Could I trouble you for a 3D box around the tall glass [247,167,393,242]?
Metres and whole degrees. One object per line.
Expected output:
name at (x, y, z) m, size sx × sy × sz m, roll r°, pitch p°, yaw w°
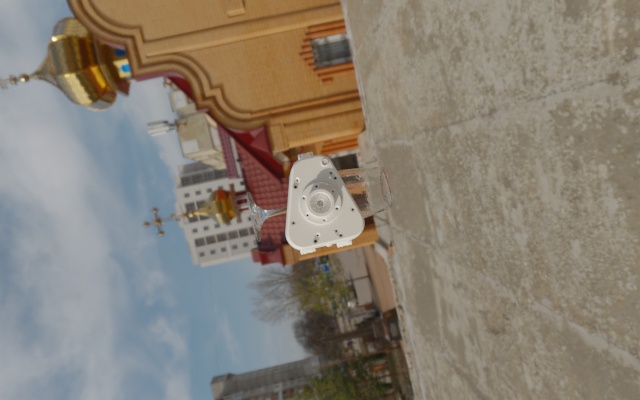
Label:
tall glass at (-0.001, 0.002, 0.695) m, size 0.201 × 0.079 × 0.079 m, roll -13°, pitch 0°, yaw -2°
